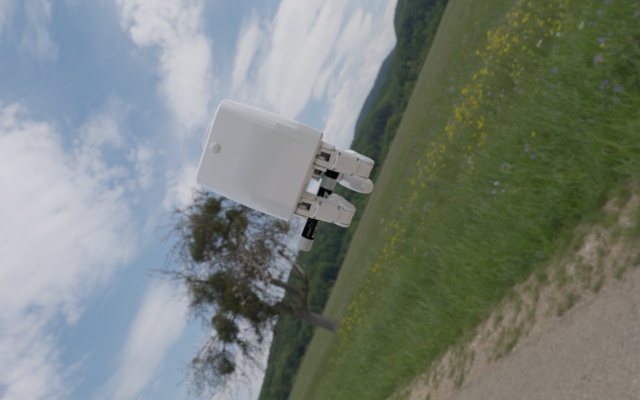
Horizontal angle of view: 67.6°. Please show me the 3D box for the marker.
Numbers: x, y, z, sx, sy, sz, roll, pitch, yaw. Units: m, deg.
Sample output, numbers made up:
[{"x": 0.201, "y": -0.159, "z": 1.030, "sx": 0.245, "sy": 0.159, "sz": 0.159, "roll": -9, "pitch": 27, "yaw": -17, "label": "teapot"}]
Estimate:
[{"x": 0.000, "y": 0.002, "z": 0.557, "sx": 0.020, "sy": 0.121, "sz": 0.020, "roll": 20, "pitch": 13, "yaw": -5, "label": "marker"}]
